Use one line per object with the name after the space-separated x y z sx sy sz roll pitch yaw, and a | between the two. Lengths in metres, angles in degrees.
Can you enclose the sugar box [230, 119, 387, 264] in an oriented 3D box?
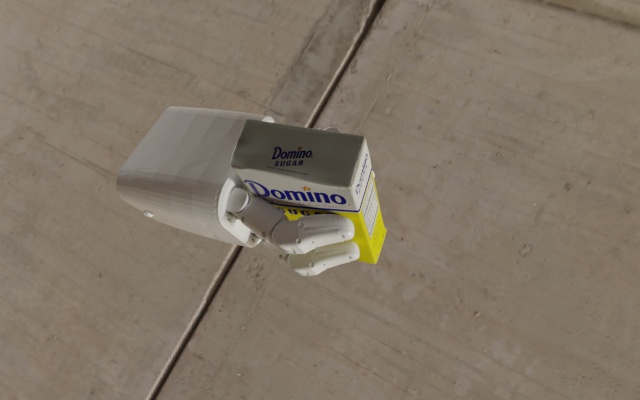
0.000 0.002 0.401 0.093 0.048 0.176 11 -18 18 | sugar box
